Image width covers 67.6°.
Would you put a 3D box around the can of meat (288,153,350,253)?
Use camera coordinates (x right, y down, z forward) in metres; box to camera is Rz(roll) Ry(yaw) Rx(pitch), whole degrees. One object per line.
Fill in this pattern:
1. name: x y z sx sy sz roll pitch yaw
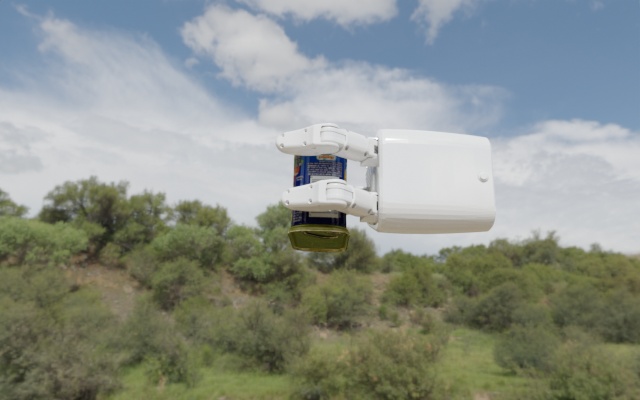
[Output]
1. can of meat: 0.000 0.001 0.478 0.057 0.084 0.102 2 -16 1
